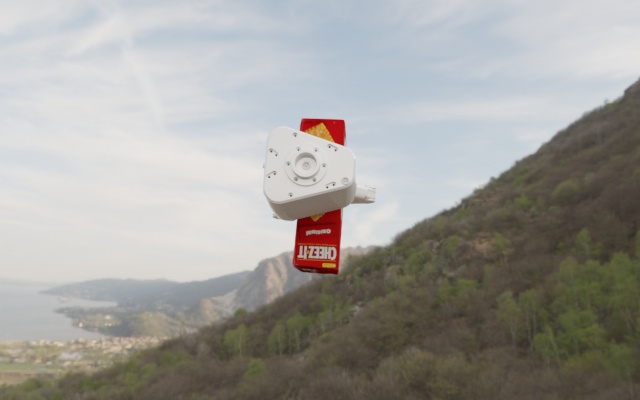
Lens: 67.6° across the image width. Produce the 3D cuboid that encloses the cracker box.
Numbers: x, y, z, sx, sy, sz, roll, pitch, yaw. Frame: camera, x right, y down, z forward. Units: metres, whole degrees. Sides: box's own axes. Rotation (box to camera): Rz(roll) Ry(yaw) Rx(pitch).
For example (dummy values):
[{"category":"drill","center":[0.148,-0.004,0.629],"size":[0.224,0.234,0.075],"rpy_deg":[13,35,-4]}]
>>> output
[{"category":"cracker box","center":[0.000,0.002,0.733],"size":[0.072,0.213,0.164],"rpy_deg":[3,-11,3]}]
